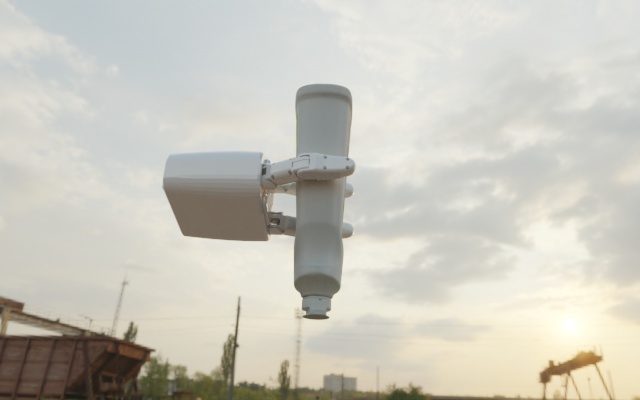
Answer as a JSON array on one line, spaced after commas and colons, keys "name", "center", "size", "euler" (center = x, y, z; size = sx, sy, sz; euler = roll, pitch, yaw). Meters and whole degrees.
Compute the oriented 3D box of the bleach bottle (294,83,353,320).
[{"name": "bleach bottle", "center": [0.000, 0.002, 0.531], "size": [0.068, 0.250, 0.103], "euler": [1, -24, 3]}]
